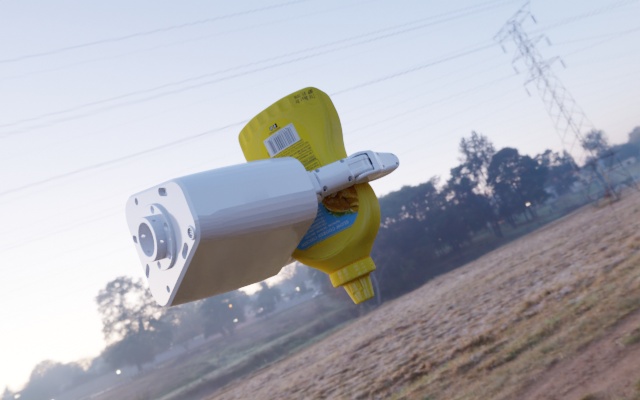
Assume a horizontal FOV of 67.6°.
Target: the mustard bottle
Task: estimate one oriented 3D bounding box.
[{"bbox_3d":[0.000,0.001,0.433,0.096,0.191,0.058,-29,-12,20],"label":"mustard bottle"}]
